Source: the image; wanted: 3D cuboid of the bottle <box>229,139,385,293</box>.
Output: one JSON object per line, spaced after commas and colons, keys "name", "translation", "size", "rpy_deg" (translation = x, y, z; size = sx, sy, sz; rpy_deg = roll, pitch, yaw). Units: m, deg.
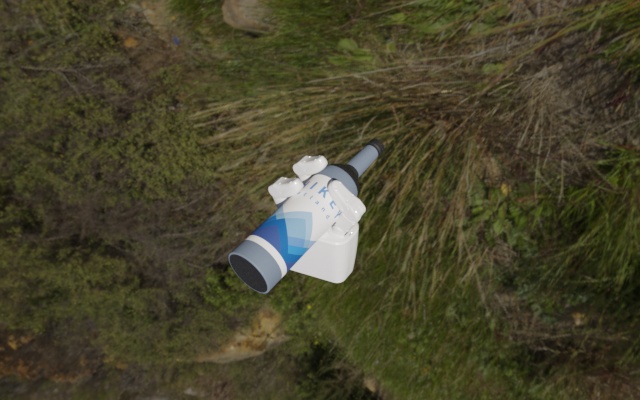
{"name": "bottle", "translation": [0.000, 0.002, 0.659], "size": [0.069, 0.069, 0.295], "rpy_deg": [0, 36, 48]}
